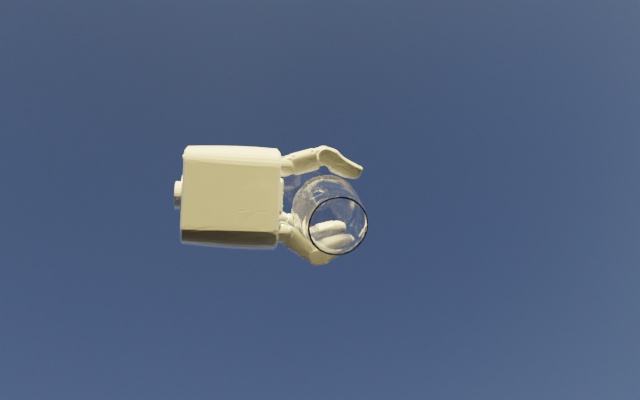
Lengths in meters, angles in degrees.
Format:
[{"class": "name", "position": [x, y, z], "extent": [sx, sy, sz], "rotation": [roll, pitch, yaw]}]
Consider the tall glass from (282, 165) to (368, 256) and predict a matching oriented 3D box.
[{"class": "tall glass", "position": [0.000, 0.002, 0.568], "extent": [0.079, 0.079, 0.201], "rotation": [0, 14, -11]}]
